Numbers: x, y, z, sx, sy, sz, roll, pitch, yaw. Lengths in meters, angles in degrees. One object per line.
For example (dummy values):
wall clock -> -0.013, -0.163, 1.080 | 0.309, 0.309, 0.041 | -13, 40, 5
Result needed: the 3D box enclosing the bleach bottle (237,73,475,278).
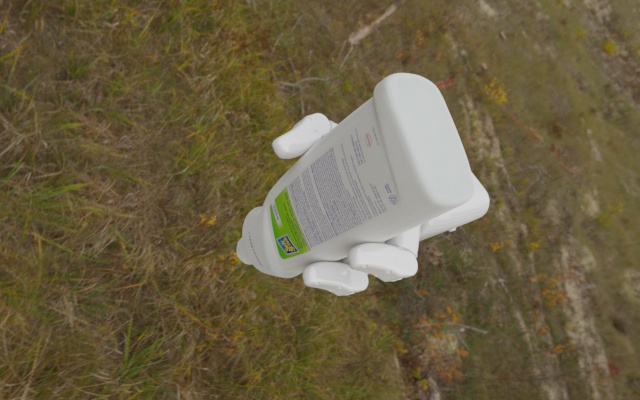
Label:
bleach bottle -> 0.000, 0.001, 0.407 | 0.068, 0.102, 0.251 | -8, -15, -43
